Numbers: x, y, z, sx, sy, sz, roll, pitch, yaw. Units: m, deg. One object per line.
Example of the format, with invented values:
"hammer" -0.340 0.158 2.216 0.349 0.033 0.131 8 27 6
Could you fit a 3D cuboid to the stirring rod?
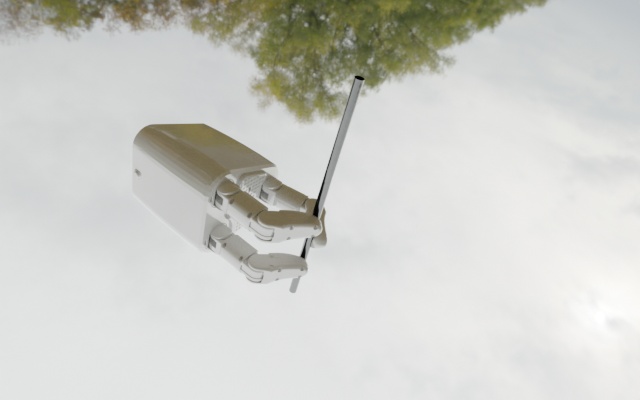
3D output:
"stirring rod" 0.000 0.001 0.426 0.011 0.240 0.011 11 37 -8
